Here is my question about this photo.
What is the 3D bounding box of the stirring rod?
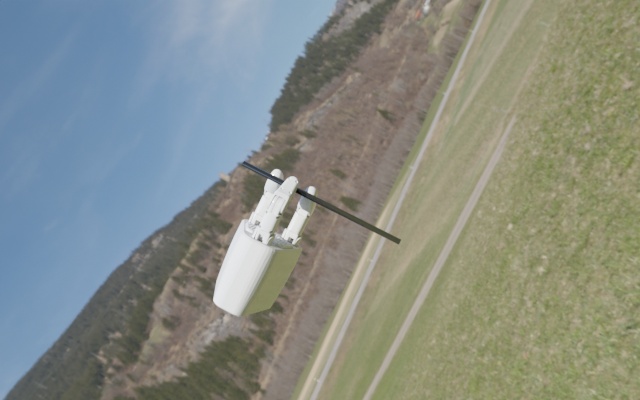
[{"bbox_3d":[0.000,0.002,0.654,0.239,0.011,0.011,27,2,4],"label":"stirring rod"}]
